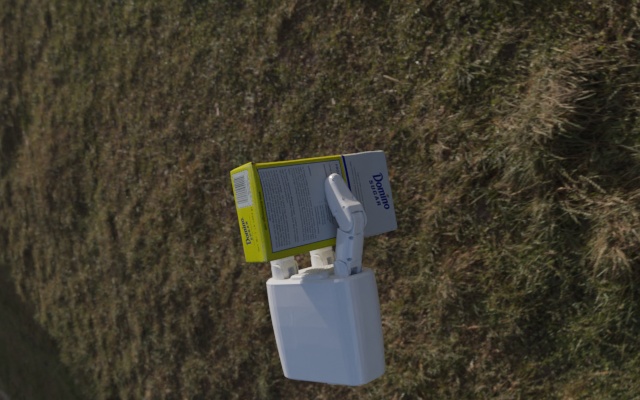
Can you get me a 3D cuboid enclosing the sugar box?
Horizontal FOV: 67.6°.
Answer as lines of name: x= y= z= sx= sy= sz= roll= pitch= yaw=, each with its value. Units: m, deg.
sugar box: x=0.000 y=0.002 z=0.497 sx=0.176 sy=0.093 sz=0.048 roll=-9 pitch=-1 yaw=-40
